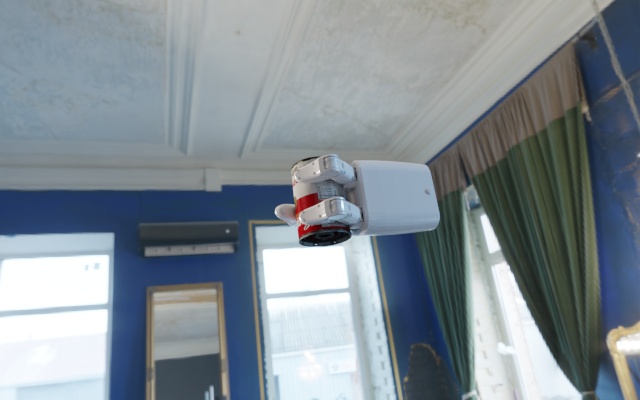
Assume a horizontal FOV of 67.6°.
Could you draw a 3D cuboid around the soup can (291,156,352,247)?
[{"bbox_3d":[0.000,0.002,0.617,0.068,0.102,0.068,-6,-20,-2],"label":"soup can"}]
